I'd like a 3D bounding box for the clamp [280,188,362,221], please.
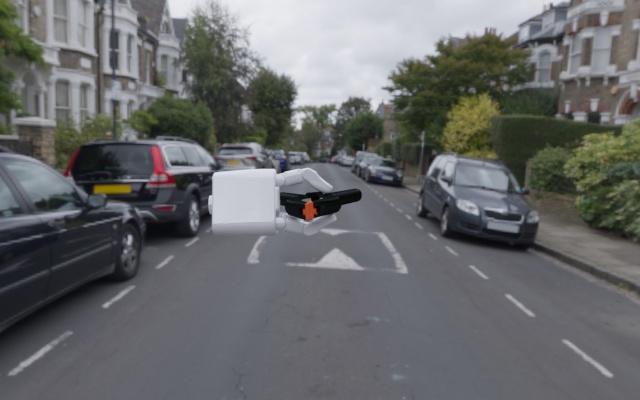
[{"bbox_3d":[0.000,0.002,0.831,0.164,0.036,0.210,-5,7,-2],"label":"clamp"}]
